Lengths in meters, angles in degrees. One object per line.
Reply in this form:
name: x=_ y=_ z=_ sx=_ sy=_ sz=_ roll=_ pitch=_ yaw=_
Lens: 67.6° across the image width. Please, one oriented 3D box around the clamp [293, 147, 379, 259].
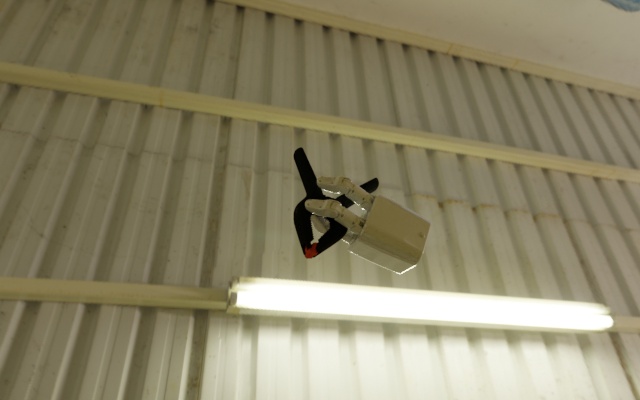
clamp: x=0.000 y=0.004 z=0.818 sx=0.164 sy=0.209 sz=0.036 roll=26 pitch=-38 yaw=0
